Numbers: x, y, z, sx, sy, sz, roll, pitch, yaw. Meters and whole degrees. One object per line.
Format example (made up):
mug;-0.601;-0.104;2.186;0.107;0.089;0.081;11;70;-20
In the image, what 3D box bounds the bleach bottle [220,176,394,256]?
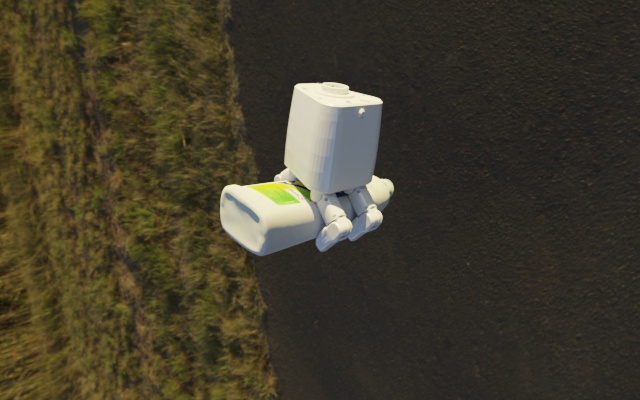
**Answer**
bleach bottle;0.000;0.002;0.640;0.251;0.068;0.102;-14;32;-40
